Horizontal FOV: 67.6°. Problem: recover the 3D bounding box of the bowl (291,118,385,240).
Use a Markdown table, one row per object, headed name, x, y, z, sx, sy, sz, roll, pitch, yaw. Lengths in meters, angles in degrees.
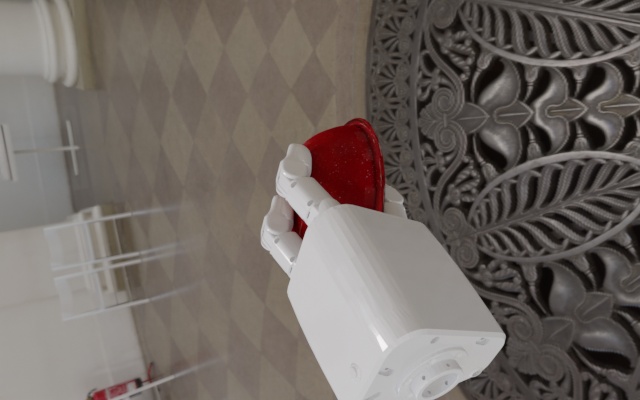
| name | x | y | z | sx | sy | sz | roll | pitch | yaw |
| --- | --- | --- | --- | --- | --- | --- | --- | --- | --- |
| bowl | -0.001 | 0.001 | 0.438 | 0.055 | 0.162 | 0.162 | 6 | -2 | -18 |
